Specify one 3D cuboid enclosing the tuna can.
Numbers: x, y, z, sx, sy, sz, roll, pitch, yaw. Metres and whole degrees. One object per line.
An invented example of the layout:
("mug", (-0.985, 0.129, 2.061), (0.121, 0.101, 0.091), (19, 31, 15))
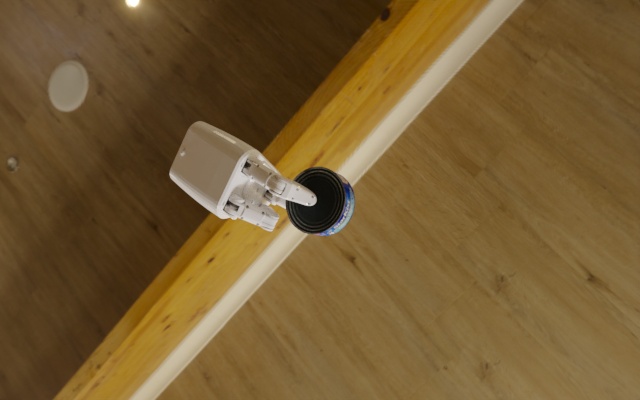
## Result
("tuna can", (0.000, 0.002, 0.609), (0.086, 0.086, 0.034), (0, -9, 29))
